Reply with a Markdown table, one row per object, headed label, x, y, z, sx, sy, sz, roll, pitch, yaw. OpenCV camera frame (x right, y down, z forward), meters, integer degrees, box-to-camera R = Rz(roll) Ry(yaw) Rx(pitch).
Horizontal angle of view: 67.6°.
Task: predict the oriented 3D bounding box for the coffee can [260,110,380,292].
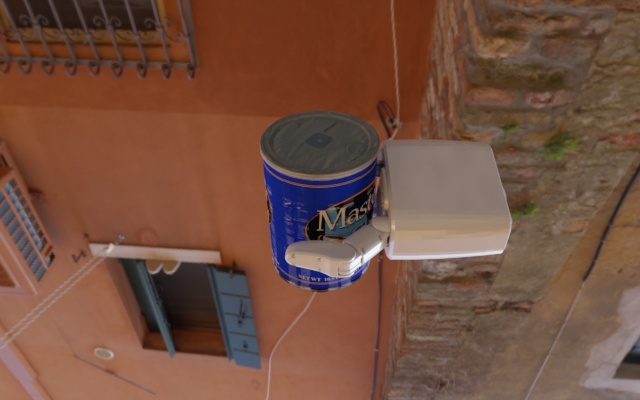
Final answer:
| label | x | y | z | sx | sy | sz | roll | pitch | yaw |
| --- | --- | --- | --- | --- | --- | --- | --- | --- | --- |
| coffee can | 0.000 | 0.001 | 0.451 | 0.103 | 0.140 | 0.102 | 0 | 39 | 0 |
